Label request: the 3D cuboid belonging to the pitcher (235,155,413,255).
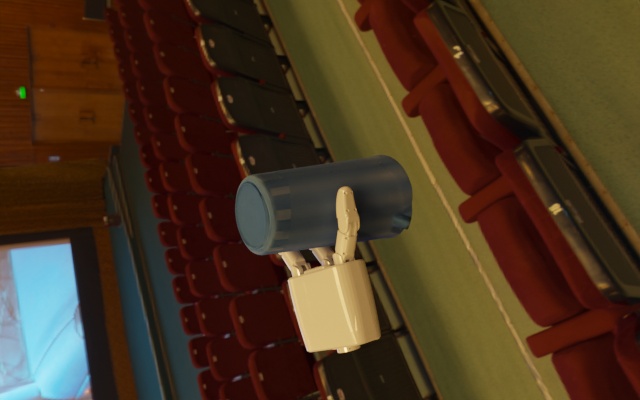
[{"bbox_3d":[0.000,0.002,0.700,0.243,0.145,0.149,-7,-11,-35],"label":"pitcher"}]
